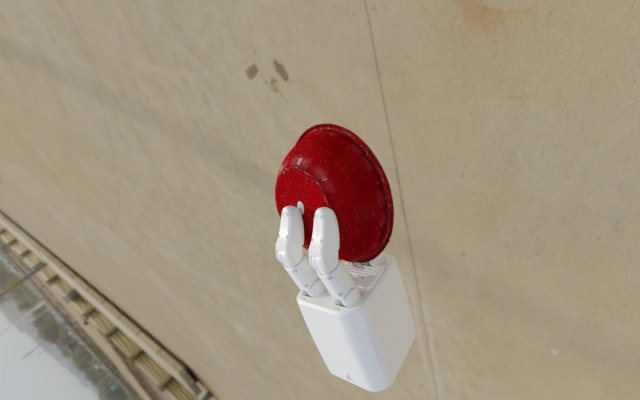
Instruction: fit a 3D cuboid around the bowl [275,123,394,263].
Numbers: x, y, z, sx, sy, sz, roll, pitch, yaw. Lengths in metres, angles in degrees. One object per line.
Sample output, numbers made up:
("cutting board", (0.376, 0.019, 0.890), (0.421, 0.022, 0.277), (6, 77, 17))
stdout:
("bowl", (-0.001, 0.001, 0.513), (0.055, 0.162, 0.162), (-22, 14, -37))
